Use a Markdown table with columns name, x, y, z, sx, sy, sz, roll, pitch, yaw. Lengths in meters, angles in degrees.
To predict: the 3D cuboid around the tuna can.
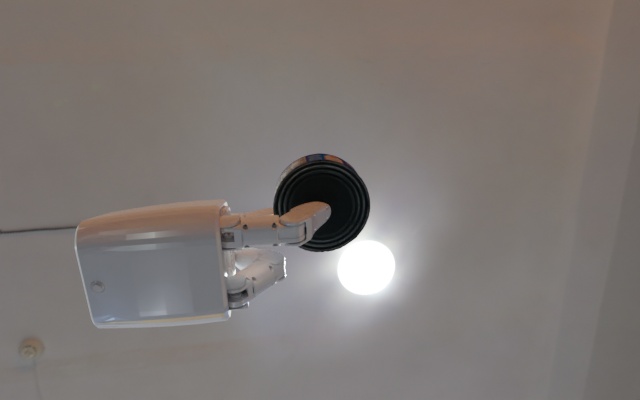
| name | x | y | z | sx | sy | sz | roll | pitch | yaw |
| --- | --- | --- | --- | --- | --- | --- | --- | --- | --- |
| tuna can | 0.000 | 0.001 | 0.434 | 0.086 | 0.086 | 0.033 | 0 | 18 | -5 |
